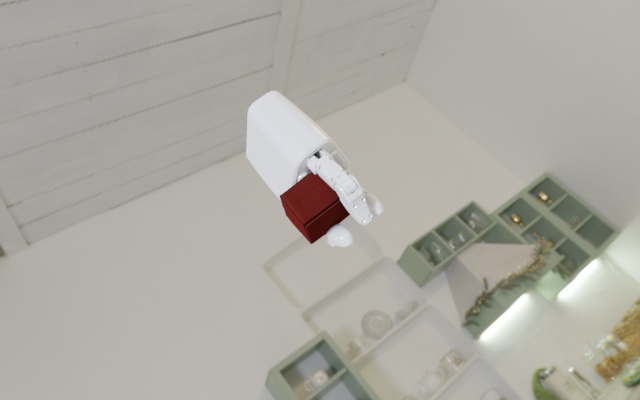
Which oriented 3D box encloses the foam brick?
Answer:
[{"bbox_3d":[0.000,0.002,0.554,0.078,0.051,0.053,-37,-26,-14],"label":"foam brick"}]
